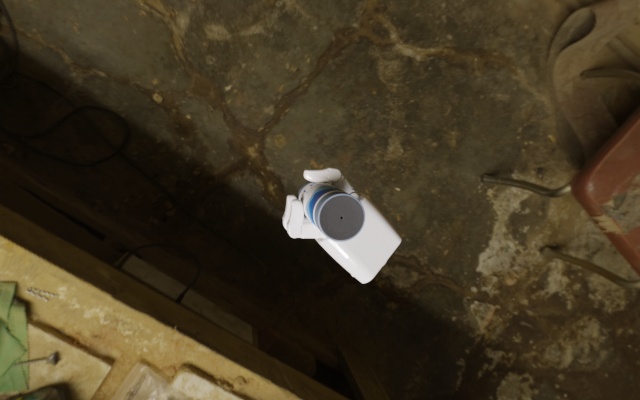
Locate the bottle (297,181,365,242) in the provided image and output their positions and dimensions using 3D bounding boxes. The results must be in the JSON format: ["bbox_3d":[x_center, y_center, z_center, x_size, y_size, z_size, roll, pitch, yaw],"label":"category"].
[{"bbox_3d":[0.000,0.003,0.785,0.069,0.069,0.295,0,8,-11],"label":"bottle"}]
